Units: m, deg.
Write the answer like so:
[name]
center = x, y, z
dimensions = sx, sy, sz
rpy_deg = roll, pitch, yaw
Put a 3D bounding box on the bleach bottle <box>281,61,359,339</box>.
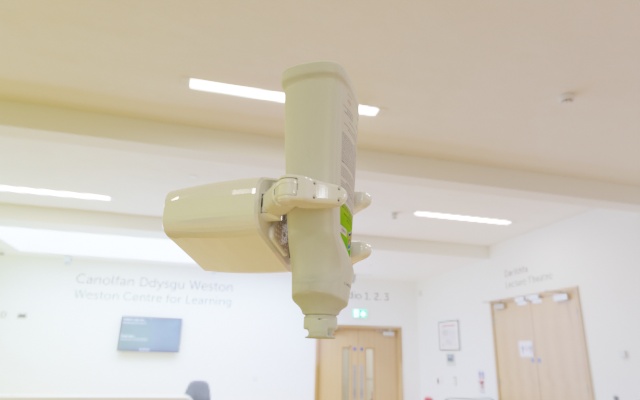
[bleach bottle]
center = 0.000, 0.001, 0.458
dimensions = 0.068, 0.250, 0.103
rpy_deg = -5, -20, 19
